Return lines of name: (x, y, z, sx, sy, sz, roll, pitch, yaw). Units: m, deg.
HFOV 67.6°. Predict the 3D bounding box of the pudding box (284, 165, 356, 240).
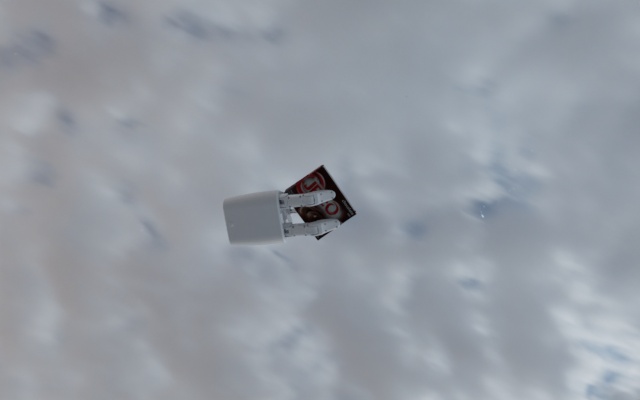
pudding box: (0.000, 0.003, 0.894, 0.090, 0.113, 0.039, -35, 7, 9)
